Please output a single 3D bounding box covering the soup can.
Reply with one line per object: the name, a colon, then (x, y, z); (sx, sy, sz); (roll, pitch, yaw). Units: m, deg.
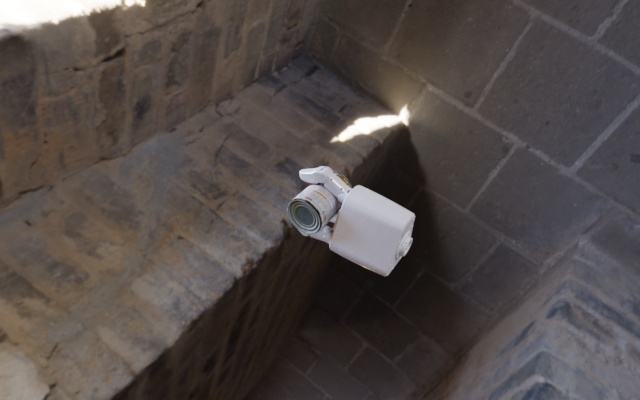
soup can: (0.000, 0.002, 0.798); (0.068, 0.068, 0.102); (0, 29, 38)
